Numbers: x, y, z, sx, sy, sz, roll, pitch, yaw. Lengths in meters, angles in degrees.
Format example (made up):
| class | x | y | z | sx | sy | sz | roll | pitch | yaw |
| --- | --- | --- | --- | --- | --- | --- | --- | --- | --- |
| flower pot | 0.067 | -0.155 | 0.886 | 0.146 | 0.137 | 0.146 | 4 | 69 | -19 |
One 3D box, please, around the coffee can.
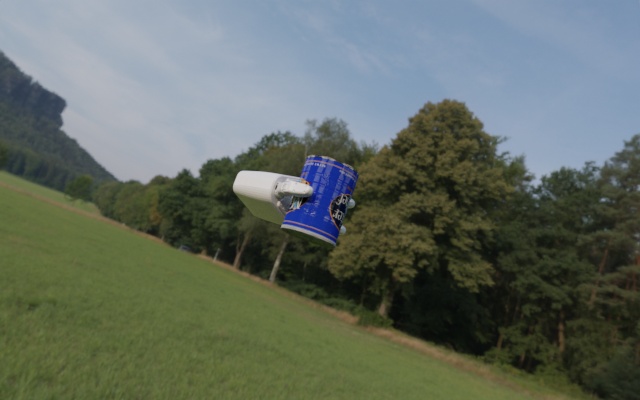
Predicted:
| class | x | y | z | sx | sy | sz | roll | pitch | yaw |
| --- | --- | --- | --- | --- | --- | --- | --- | --- | --- |
| coffee can | 0.000 | 0.003 | 0.860 | 0.103 | 0.140 | 0.103 | 19 | -11 | 4 |
